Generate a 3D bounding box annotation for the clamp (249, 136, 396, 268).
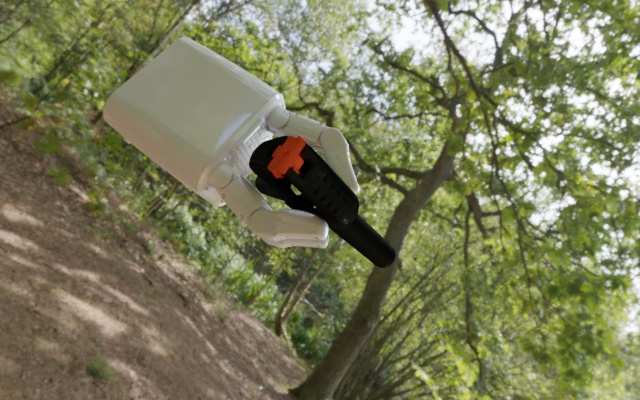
[{"bbox_3d":[0.000,0.000,0.402,0.164,0.036,0.210,32,-9,7],"label":"clamp"}]
